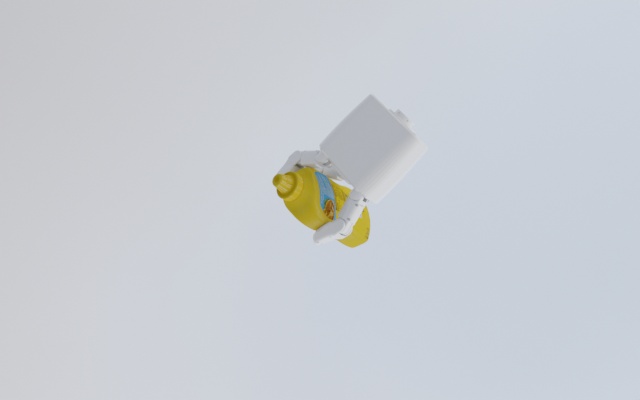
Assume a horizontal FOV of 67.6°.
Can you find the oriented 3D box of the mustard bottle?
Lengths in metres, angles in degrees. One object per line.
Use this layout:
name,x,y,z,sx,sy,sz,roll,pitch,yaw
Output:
mustard bottle,0.000,0.003,0.711,0.058,0.096,0.192,-27,-34,29
